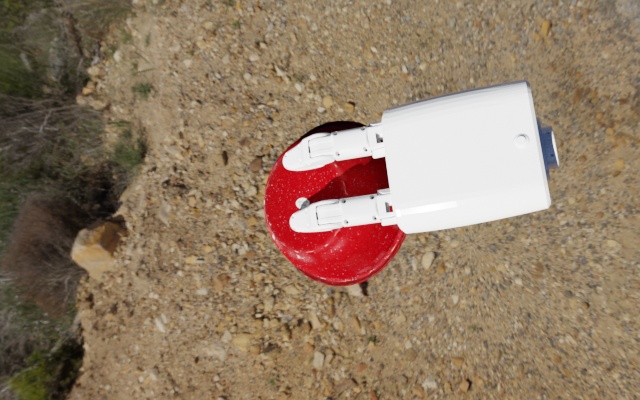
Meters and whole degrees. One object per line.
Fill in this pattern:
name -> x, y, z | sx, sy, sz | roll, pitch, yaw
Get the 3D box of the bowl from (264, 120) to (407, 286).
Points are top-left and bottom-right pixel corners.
bowl -> -0.001, 0.002, 0.446 | 0.162, 0.162, 0.055 | 0, -2, 35
